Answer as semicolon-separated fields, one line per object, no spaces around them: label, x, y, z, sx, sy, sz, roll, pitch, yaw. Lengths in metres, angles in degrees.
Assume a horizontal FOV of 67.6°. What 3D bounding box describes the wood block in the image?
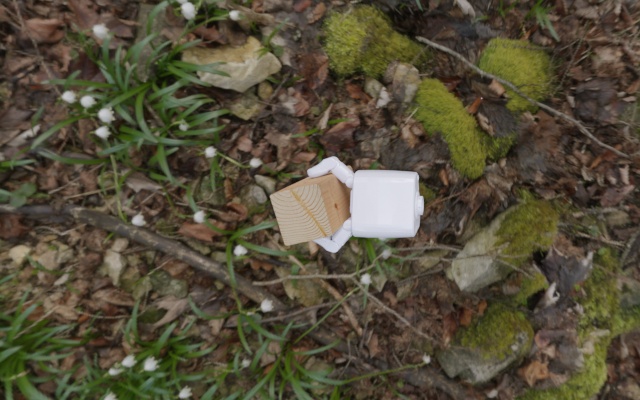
wood block;0.000;0.002;0.865;0.090;0.091;0.206;-13;7;20
